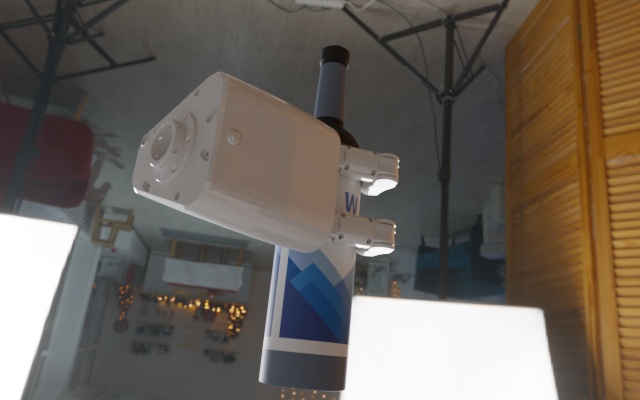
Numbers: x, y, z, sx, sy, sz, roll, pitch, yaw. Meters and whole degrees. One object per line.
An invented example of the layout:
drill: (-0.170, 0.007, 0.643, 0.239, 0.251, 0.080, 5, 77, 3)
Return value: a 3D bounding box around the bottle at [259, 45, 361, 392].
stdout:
bottle: (0.000, 0.002, 0.406, 0.069, 0.295, 0.069, 5, -17, 2)
